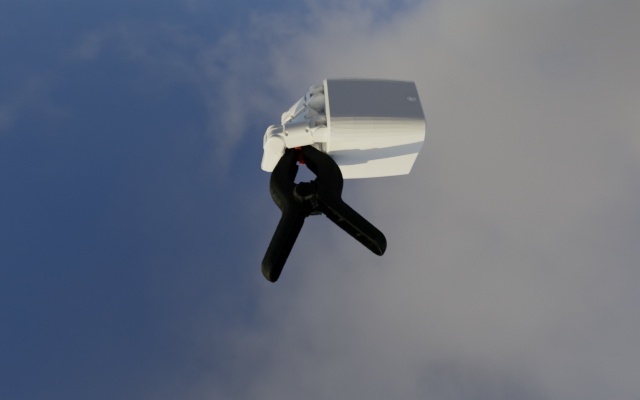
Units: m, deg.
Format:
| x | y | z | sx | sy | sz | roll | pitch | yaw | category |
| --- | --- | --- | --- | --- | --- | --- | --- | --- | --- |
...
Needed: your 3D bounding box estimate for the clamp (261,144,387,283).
| x | y | z | sx | sy | sz | roll | pitch | yaw | category |
| --- | --- | --- | --- | --- | --- | --- | --- | --- | --- |
| 0.000 | 0.002 | 0.493 | 0.120 | 0.171 | 0.039 | -3 | -36 | -1 | clamp |
